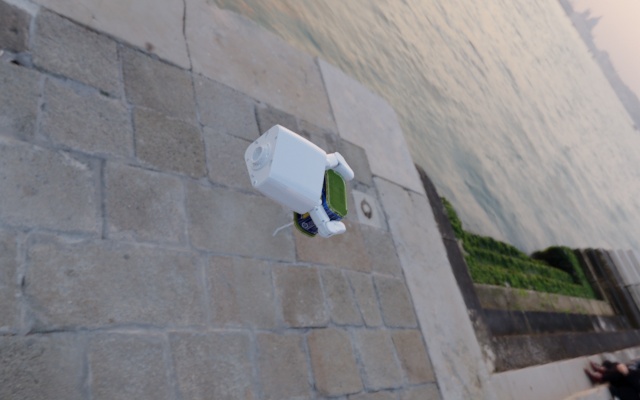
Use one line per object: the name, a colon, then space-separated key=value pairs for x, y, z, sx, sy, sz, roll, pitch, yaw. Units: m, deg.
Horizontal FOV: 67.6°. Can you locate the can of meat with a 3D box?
can of meat: x=0.000 y=0.003 z=0.856 sx=0.084 sy=0.102 sz=0.057 roll=-32 pitch=-46 yaw=33
